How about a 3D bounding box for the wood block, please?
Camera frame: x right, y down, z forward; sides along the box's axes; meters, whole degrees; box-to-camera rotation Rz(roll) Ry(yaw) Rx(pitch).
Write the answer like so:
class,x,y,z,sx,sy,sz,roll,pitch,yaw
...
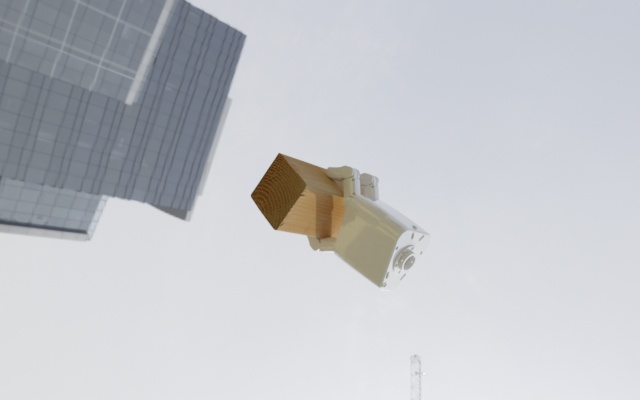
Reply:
class,x,y,z,sx,sy,sz,roll,pitch,yaw
wood block,0.000,0.003,0.797,0.206,0.091,0.090,15,27,-48
